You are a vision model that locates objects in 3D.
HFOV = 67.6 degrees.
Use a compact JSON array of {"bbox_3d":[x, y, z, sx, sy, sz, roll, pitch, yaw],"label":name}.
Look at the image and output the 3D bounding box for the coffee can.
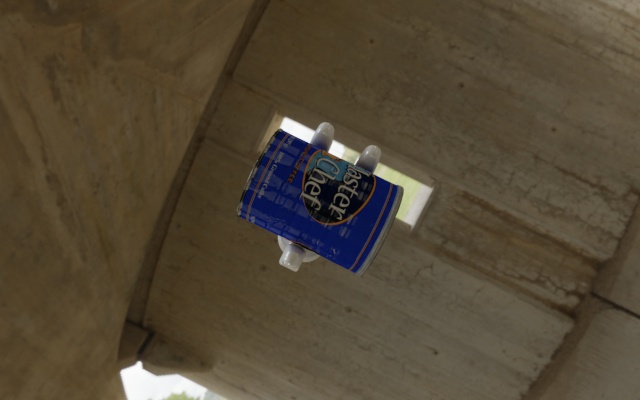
[{"bbox_3d":[0.000,0.002,0.493,0.140,0.103,0.103,26,0,0],"label":"coffee can"}]
